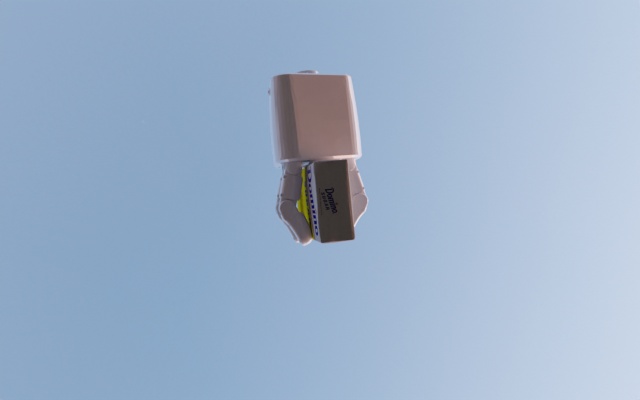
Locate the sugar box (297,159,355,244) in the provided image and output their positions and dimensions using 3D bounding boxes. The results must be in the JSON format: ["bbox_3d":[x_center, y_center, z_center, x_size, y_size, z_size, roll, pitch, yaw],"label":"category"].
[{"bbox_3d":[0.000,0.002,0.607,0.048,0.093,0.176,-5,-1,-8],"label":"sugar box"}]
